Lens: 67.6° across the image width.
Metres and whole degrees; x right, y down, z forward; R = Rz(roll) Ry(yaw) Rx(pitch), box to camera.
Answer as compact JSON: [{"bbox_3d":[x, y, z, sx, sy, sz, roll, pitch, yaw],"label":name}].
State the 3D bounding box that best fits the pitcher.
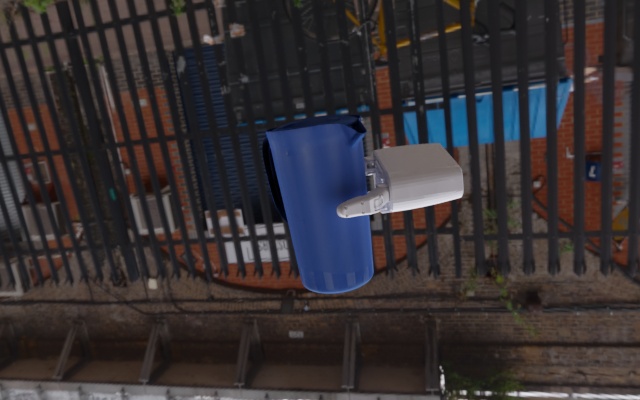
[{"bbox_3d":[0.000,0.002,0.689,0.145,0.243,0.149,-10,13,-4],"label":"pitcher"}]
